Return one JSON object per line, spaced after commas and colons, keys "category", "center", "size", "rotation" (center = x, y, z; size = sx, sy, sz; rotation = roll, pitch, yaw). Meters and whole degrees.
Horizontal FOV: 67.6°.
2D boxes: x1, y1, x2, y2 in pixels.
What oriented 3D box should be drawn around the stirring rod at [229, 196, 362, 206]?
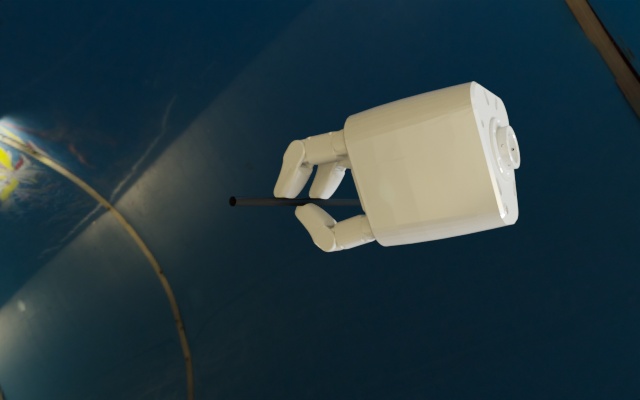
{"category": "stirring rod", "center": [0.000, 0.002, 0.474], "size": [0.011, 0.011, 0.239], "rotation": [0, 0, 35]}
